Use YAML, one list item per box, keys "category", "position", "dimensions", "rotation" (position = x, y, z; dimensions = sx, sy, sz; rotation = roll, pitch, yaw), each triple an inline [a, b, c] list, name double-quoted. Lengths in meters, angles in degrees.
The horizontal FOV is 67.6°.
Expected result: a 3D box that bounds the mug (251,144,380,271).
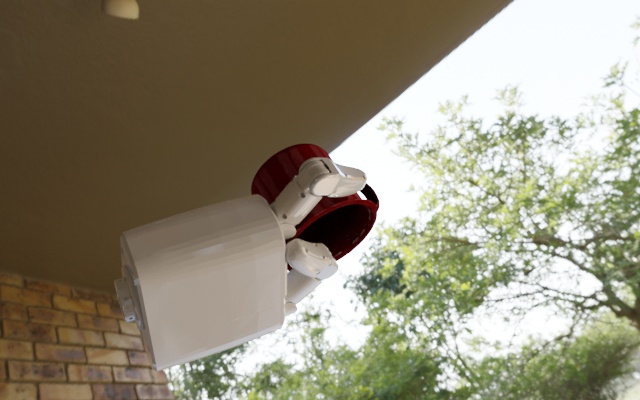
- category: "mug"
  position: [0.001, 0.001, 0.431]
  dimensions: [0.117, 0.081, 0.093]
  rotation: [-15, -36, -29]
